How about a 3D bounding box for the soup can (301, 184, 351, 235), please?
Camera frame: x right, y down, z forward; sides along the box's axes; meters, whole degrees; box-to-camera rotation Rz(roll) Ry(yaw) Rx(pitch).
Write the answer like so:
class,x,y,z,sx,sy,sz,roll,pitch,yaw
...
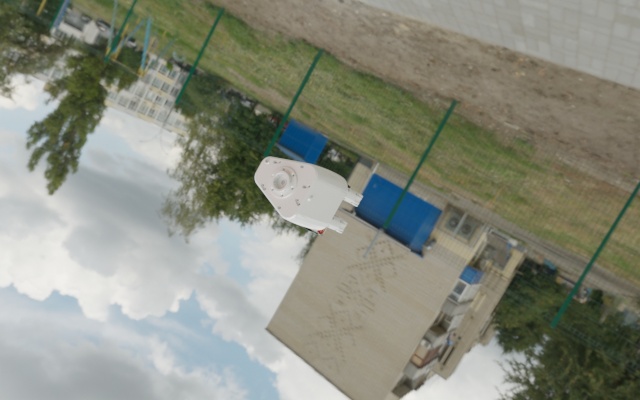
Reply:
class,x,y,z,sx,sy,sz,roll,pitch,yaw
soup can,0.000,0.003,0.852,0.068,0.102,0.068,29,5,-3
